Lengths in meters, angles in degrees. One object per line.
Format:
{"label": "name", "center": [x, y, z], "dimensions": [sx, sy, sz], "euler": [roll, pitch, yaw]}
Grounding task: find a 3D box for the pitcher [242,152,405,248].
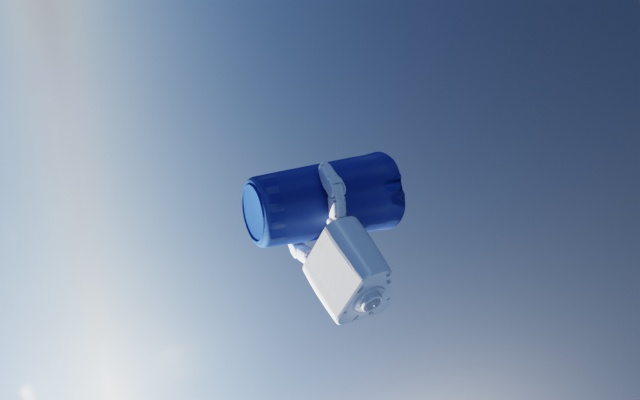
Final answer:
{"label": "pitcher", "center": [0.000, 0.003, 0.770], "dimensions": [0.243, 0.149, 0.145], "euler": [-10, 44, -27]}
